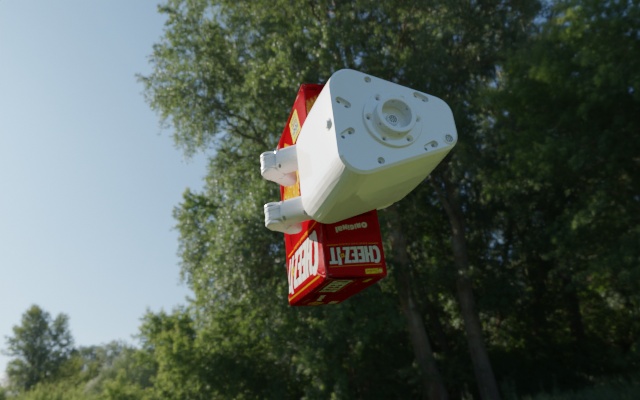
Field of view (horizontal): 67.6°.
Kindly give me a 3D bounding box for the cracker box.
[{"bbox_3d":[0.000,0.002,0.550,0.072,0.213,0.164,0,-21,-16],"label":"cracker box"}]
